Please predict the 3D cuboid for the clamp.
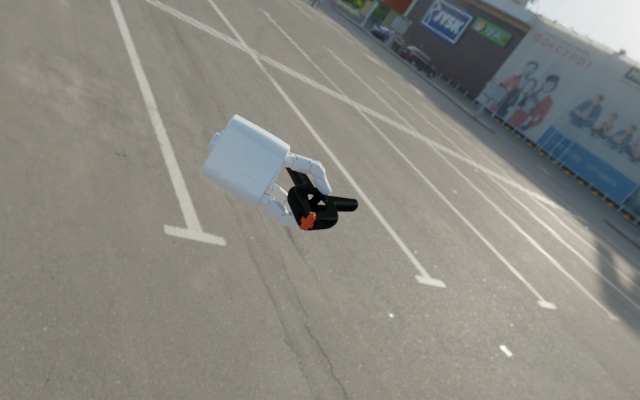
[{"bbox_3d":[0.000,0.002,0.819,0.164,0.036,0.210,31,21,-13],"label":"clamp"}]
